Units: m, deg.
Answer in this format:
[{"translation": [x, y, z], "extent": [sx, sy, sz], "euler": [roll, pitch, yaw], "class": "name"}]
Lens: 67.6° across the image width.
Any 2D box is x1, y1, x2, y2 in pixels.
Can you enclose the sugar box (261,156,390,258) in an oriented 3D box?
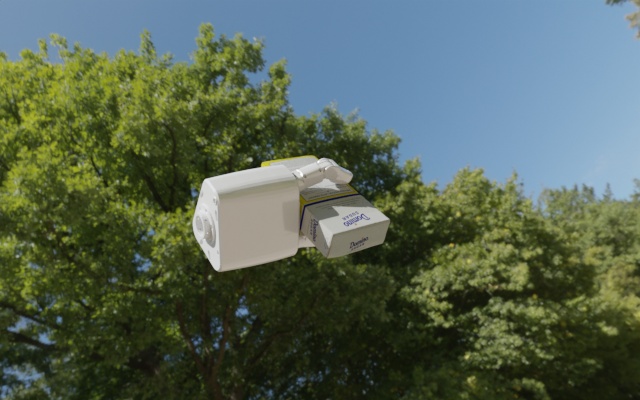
[{"translation": [0.000, 0.003, 0.638], "extent": [0.093, 0.048, 0.176], "euler": [-12, 41, -33], "class": "sugar box"}]
